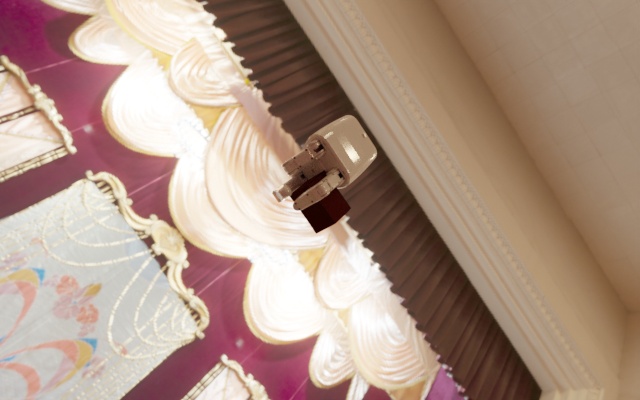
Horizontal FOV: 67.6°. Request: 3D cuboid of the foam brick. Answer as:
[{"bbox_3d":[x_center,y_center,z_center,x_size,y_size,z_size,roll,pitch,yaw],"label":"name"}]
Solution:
[{"bbox_3d":[0.000,0.003,0.767,0.053,0.078,0.051,-28,9,44],"label":"foam brick"}]
